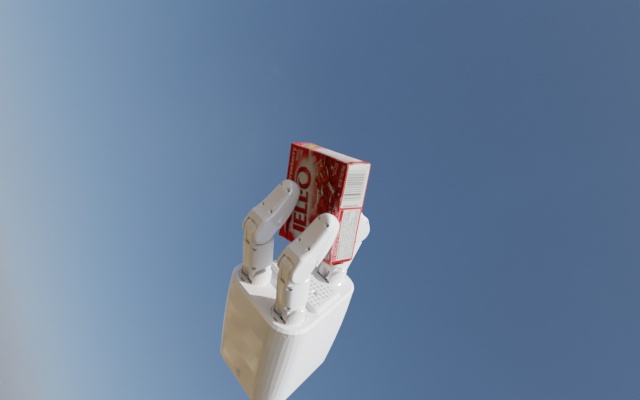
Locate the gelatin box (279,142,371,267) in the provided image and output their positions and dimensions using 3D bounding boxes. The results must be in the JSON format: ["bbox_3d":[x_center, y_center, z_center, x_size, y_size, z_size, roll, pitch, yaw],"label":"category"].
[{"bbox_3d":[0.000,0.001,0.411,0.030,0.089,0.073,-5,21,-42],"label":"gelatin box"}]
